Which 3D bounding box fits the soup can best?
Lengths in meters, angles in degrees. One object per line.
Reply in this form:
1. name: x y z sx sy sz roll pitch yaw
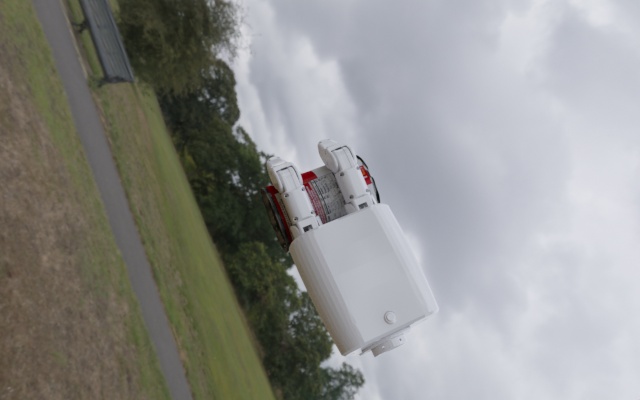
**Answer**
1. soup can: 0.000 0.001 0.478 0.102 0.068 0.068 -21 5 -12
